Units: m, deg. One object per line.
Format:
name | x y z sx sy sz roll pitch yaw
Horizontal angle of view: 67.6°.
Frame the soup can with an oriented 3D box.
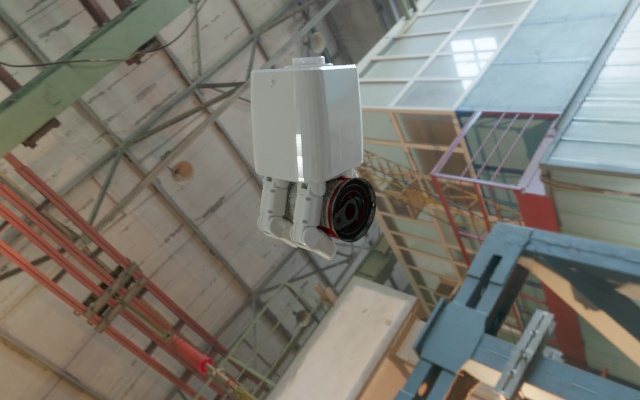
soup can | 0.000 0.002 0.521 0.068 0.068 0.102 0 9 -45
